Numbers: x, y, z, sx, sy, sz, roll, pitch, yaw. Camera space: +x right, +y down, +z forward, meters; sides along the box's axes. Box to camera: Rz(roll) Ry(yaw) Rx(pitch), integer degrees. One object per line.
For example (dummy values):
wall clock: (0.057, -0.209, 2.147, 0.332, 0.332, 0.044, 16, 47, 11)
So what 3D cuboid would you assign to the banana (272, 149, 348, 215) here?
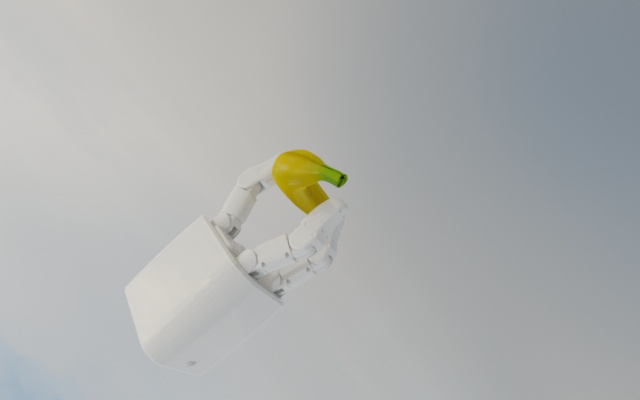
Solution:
banana: (-0.014, -0.012, 0.464, 0.069, 0.037, 0.198, 42, -7, 7)
